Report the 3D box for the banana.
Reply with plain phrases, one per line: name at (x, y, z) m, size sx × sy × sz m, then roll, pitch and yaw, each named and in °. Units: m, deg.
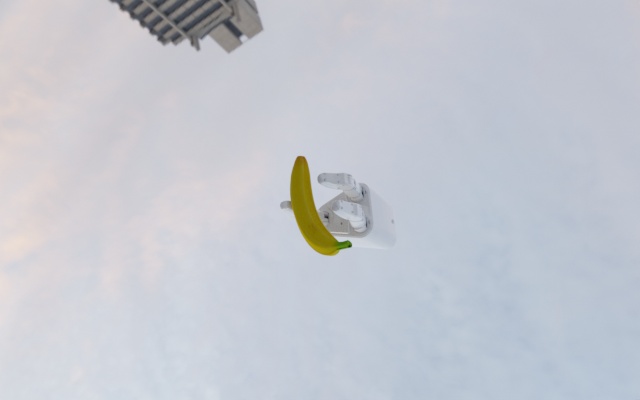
banana at (-0.012, 0.017, 0.737) m, size 0.070 × 0.197 × 0.037 m, roll -43°, pitch -37°, yaw 18°
